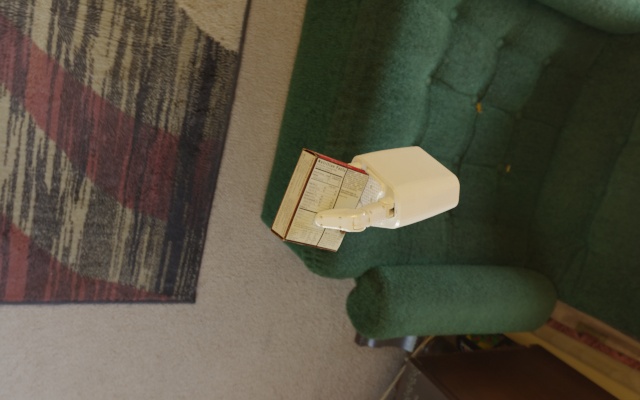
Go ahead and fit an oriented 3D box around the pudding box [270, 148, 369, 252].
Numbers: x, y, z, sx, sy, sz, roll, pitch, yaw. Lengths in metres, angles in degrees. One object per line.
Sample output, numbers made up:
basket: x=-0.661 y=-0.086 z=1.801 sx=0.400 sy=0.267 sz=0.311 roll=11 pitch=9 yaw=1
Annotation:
pudding box: x=0.000 y=0.002 z=0.595 sx=0.090 sy=0.113 sz=0.039 roll=17 pitch=8 yaw=-37
